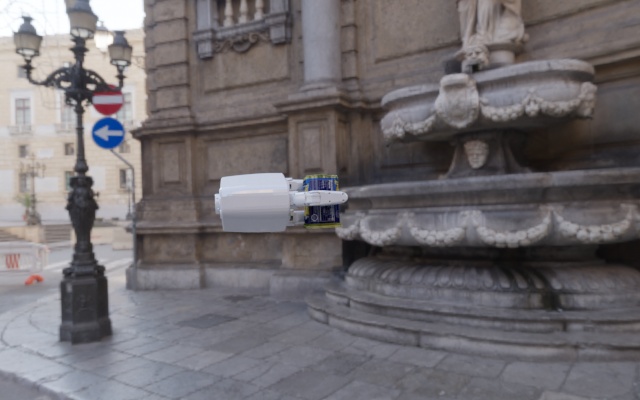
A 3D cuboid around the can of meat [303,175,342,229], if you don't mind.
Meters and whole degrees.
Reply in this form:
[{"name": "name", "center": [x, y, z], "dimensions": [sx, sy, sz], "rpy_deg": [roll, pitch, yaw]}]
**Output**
[{"name": "can of meat", "center": [0.000, 0.002, 0.787], "dimensions": [0.057, 0.084, 0.102], "rpy_deg": [-3, -1, -7]}]
